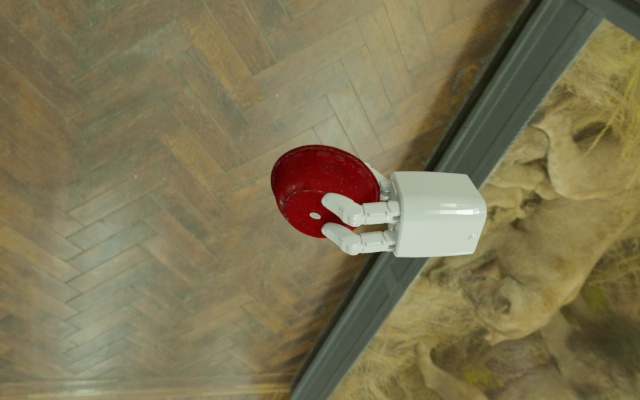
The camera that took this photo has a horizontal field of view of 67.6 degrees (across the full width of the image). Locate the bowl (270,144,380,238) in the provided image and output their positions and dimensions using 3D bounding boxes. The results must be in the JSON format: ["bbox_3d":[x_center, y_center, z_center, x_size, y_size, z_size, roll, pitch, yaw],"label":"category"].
[{"bbox_3d":[-0.001,0.003,0.667,0.162,0.162,0.055,0,42,18],"label":"bowl"}]
